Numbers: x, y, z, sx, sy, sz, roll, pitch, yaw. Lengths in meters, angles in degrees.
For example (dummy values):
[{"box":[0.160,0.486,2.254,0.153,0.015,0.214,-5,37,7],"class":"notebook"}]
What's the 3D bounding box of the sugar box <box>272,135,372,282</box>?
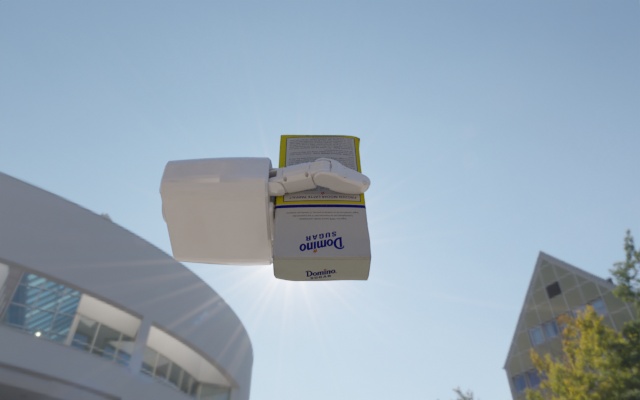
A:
[{"box":[0.000,0.002,0.503,0.093,0.176,0.048,0,-41,0],"class":"sugar box"}]
